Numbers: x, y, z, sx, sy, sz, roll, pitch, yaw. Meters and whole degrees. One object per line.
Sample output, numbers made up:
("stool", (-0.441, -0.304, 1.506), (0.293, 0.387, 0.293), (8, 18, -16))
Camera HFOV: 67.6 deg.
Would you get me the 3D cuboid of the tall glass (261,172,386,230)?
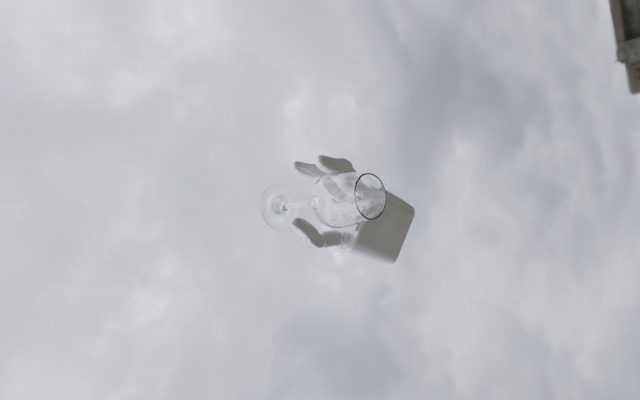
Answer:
("tall glass", (0.000, 0.002, 0.694), (0.079, 0.079, 0.201), (0, -5, -41))
